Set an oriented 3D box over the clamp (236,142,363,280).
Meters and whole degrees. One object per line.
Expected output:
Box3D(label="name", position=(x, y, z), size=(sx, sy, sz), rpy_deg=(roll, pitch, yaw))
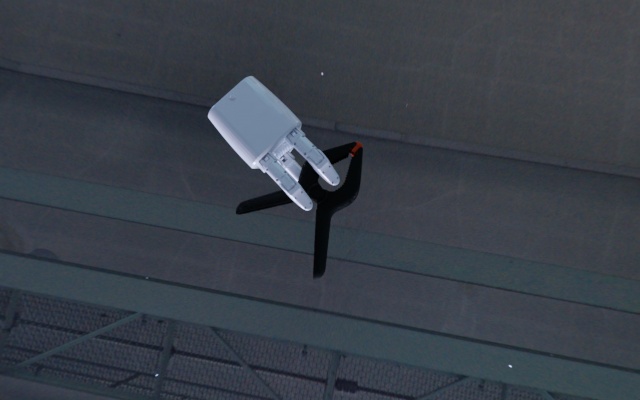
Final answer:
Box3D(label="clamp", position=(0.000, 0.002, 0.724), size=(0.210, 0.164, 0.036), rpy_deg=(-43, -4, -4))
